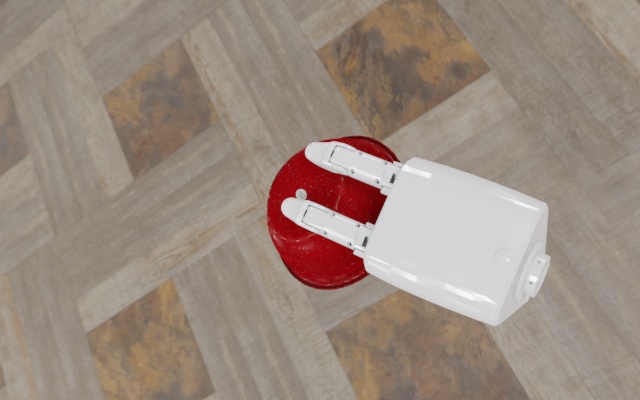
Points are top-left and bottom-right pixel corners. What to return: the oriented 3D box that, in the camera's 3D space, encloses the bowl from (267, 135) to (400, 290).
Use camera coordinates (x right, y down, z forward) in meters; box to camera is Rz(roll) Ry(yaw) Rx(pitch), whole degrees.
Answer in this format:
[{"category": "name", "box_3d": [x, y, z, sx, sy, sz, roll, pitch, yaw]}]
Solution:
[{"category": "bowl", "box_3d": [-0.001, 0.001, 0.461, 0.162, 0.162, 0.055, 0, -18, 40]}]
